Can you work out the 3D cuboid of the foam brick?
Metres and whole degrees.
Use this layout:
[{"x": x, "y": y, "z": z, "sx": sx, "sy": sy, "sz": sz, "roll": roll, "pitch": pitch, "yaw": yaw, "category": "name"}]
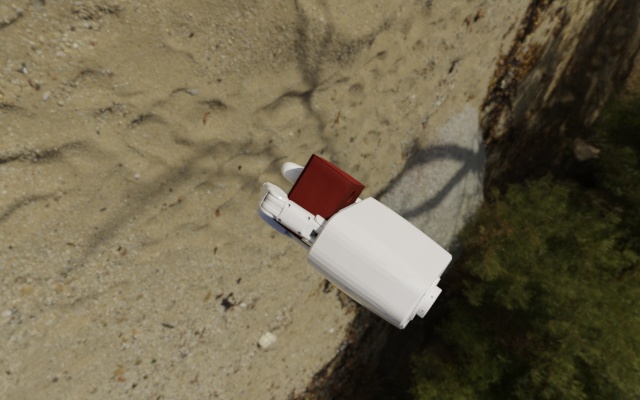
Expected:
[{"x": 0.000, "y": 0.001, "z": 0.483, "sx": 0.051, "sy": 0.078, "sz": 0.053, "roll": 35, "pitch": 9, "yaw": 18, "category": "foam brick"}]
